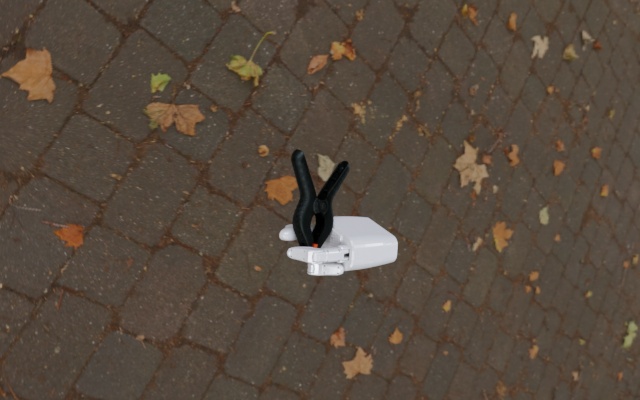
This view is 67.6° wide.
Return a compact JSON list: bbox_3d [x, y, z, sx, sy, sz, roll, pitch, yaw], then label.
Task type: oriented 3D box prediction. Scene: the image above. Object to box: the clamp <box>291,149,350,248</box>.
[{"bbox_3d":[0.000,0.003,0.794,0.120,0.171,0.039,-2,8,-35],"label":"clamp"}]
